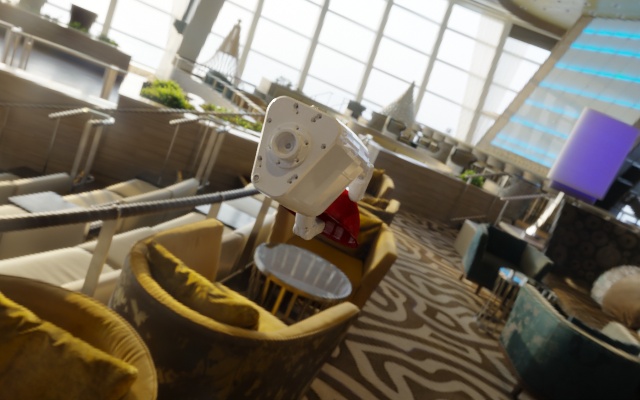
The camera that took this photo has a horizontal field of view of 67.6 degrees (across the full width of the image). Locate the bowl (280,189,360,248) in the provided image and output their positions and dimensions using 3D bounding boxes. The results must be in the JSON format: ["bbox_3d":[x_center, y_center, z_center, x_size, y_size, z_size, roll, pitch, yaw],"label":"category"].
[{"bbox_3d":[0.000,0.002,0.693,0.162,0.055,0.162,32,-13,8],"label":"bowl"}]
